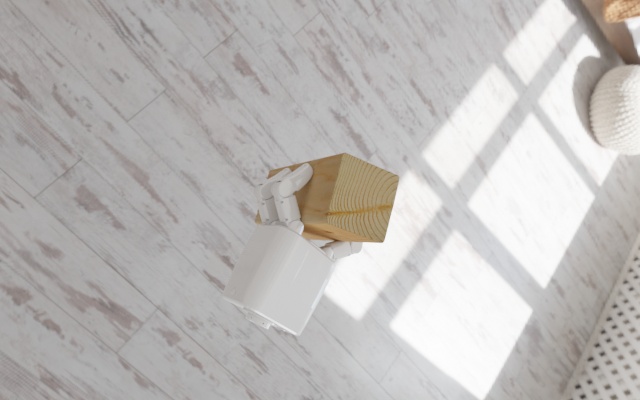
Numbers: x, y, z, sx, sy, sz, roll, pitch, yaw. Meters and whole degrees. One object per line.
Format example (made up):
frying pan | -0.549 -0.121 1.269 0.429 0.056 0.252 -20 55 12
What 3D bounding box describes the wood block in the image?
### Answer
wood block | 0.000 0.003 0.656 0.091 0.090 0.206 21 -13 -29
